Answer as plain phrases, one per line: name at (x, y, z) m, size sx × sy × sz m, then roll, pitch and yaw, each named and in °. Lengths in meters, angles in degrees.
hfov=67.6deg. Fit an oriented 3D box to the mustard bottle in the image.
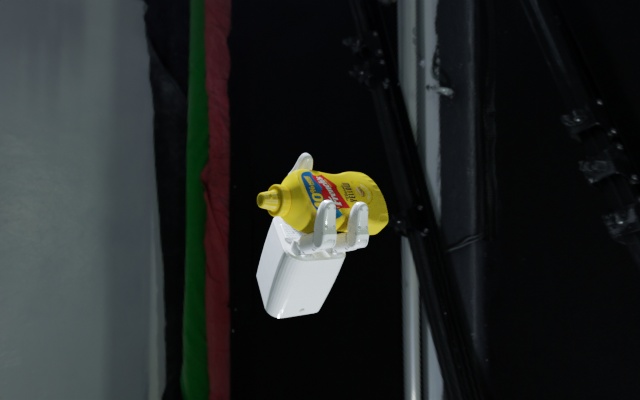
mustard bottle at (0.000, 0.002, 0.648) m, size 0.191 × 0.096 × 0.058 m, roll 1°, pitch -36°, yaw -38°
